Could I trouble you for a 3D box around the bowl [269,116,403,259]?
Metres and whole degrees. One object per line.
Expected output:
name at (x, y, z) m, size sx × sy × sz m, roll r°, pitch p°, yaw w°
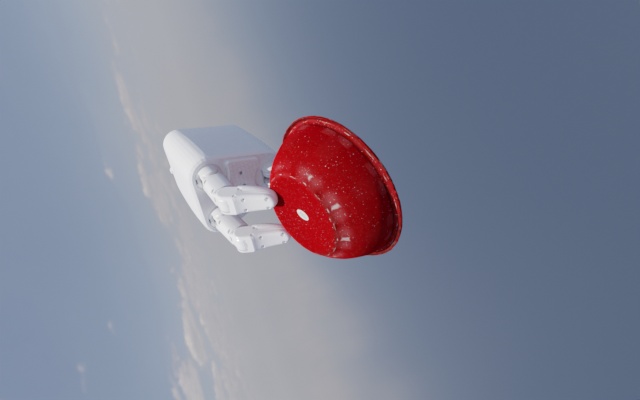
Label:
bowl at (0.001, 0.002, 0.469) m, size 0.055 × 0.162 × 0.162 m, roll -37°, pitch 21°, yaw -32°
